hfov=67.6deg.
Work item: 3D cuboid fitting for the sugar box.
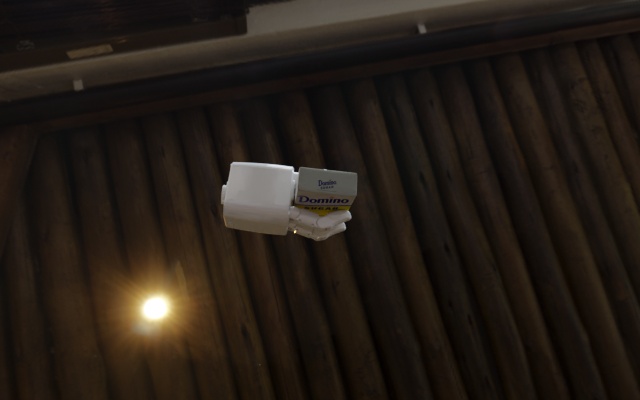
[{"bbox_3d":[0.000,0.003,0.807,0.093,0.048,0.176,6,-19,-5],"label":"sugar box"}]
